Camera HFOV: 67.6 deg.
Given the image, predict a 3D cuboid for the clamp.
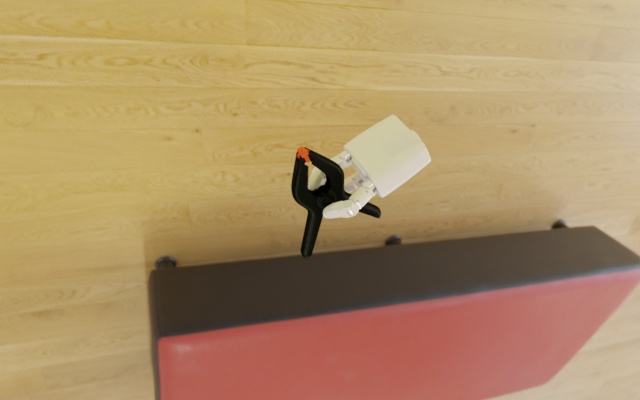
[{"bbox_3d":[0.000,0.003,0.818,0.164,0.210,0.036,-36,37,-2],"label":"clamp"}]
